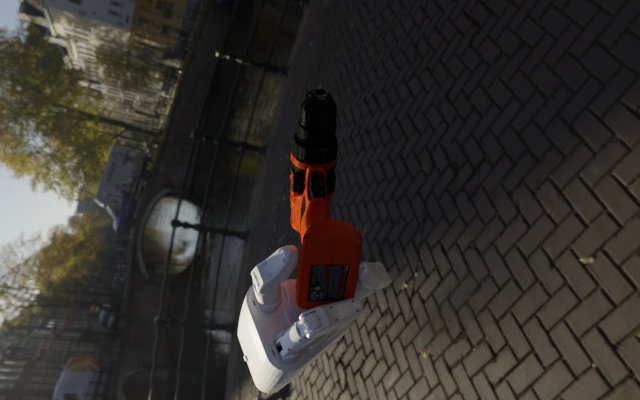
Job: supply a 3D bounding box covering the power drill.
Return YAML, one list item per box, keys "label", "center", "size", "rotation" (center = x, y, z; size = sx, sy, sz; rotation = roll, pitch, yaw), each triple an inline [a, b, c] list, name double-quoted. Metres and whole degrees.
- label: "power drill"
  center: [0.000, 0.002, 0.493]
  size: [0.057, 0.185, 0.187]
  rotation: [-1, 37, -5]
